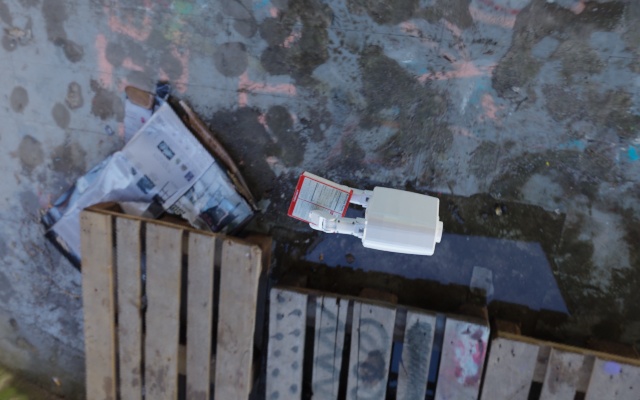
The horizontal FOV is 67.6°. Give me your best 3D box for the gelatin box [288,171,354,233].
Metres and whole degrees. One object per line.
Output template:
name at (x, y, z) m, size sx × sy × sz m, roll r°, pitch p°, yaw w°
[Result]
gelatin box at (0.000, 0.003, 0.776) m, size 0.089 × 0.073 × 0.030 m, roll 20°, pitch 18°, yaw 2°
